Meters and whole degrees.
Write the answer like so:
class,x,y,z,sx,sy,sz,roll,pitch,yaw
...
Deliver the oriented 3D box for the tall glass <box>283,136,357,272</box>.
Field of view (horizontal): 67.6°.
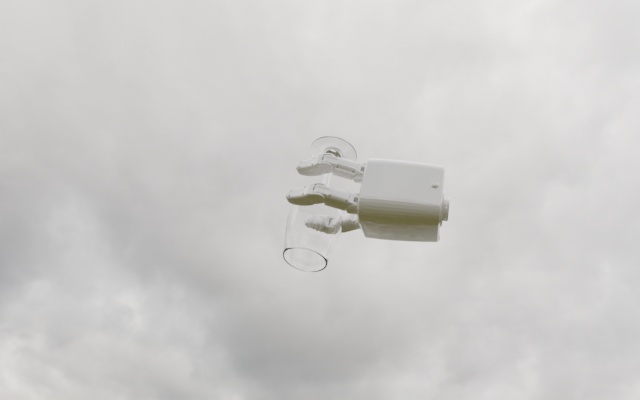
class,x,y,z,sx,sy,sz,roll,pitch,yaw
tall glass,0.000,0.002,0.695,0.079,0.201,0.079,10,-36,8
